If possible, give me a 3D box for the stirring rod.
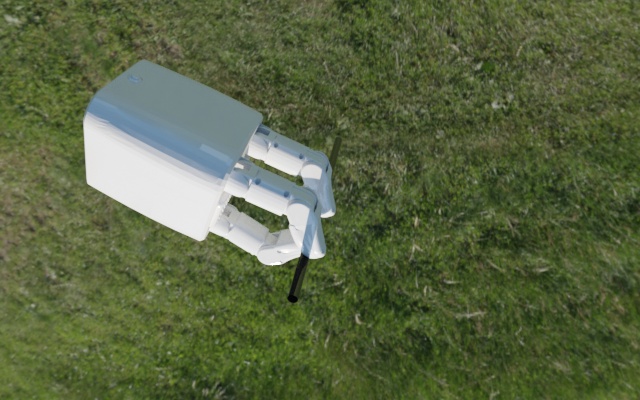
[{"bbox_3d":[0.000,0.001,0.438,0.011,0.011,0.239,0,35,12],"label":"stirring rod"}]
